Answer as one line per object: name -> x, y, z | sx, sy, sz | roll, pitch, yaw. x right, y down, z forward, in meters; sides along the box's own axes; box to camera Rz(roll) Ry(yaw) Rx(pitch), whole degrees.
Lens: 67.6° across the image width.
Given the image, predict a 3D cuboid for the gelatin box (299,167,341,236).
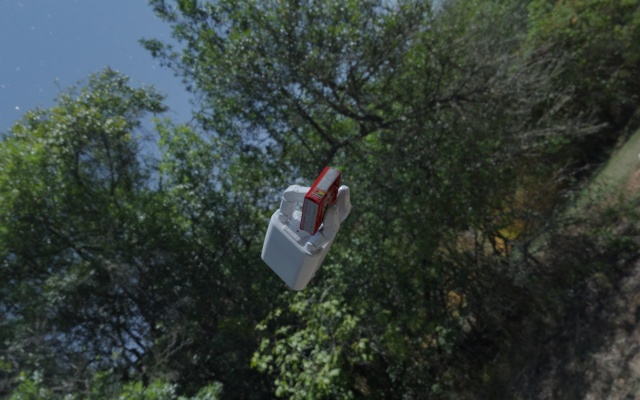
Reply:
gelatin box -> 0.000, 0.002, 0.753 | 0.030, 0.073, 0.089 | 27, -37, 13
